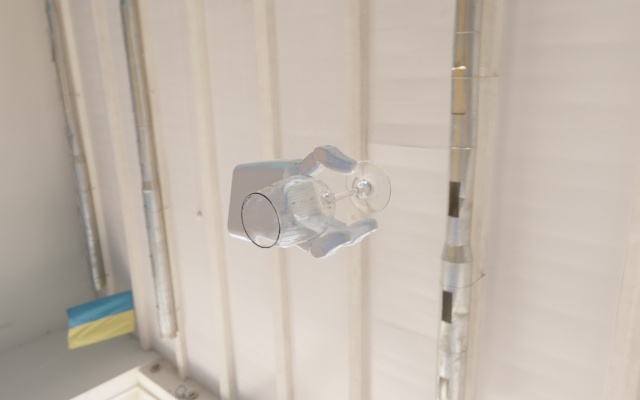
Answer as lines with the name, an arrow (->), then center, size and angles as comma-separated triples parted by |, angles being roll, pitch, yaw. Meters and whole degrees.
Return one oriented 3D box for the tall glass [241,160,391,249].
tall glass -> 0.001, 0.002, 0.579 | 0.079, 0.079, 0.201 | 0, 12, 41
